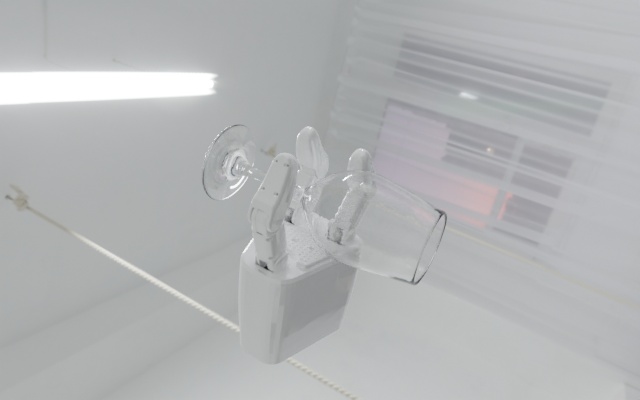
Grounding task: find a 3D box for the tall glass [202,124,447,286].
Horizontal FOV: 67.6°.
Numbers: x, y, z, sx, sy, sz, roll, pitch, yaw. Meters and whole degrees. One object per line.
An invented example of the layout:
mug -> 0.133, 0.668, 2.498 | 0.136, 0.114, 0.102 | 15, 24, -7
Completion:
tall glass -> -0.001, 0.001, 0.403 | 0.201, 0.079, 0.079 | 23, 9, 23
